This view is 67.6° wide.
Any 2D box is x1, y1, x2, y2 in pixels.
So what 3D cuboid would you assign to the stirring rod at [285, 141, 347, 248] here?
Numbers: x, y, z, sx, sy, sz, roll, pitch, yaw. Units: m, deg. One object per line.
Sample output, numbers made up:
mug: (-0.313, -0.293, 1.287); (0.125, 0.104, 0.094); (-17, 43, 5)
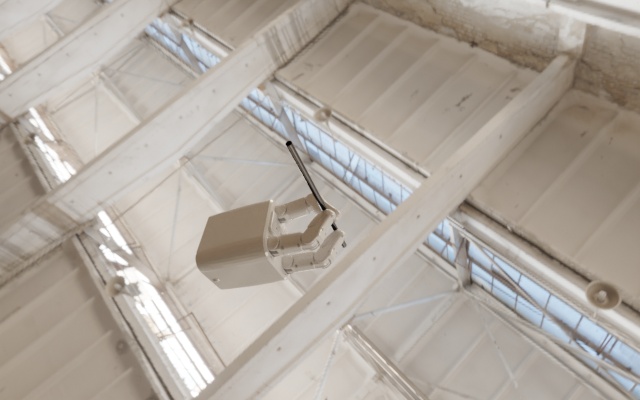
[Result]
stirring rod: (0.000, 0.002, 0.628); (0.011, 0.011, 0.240); (0, -33, 21)
